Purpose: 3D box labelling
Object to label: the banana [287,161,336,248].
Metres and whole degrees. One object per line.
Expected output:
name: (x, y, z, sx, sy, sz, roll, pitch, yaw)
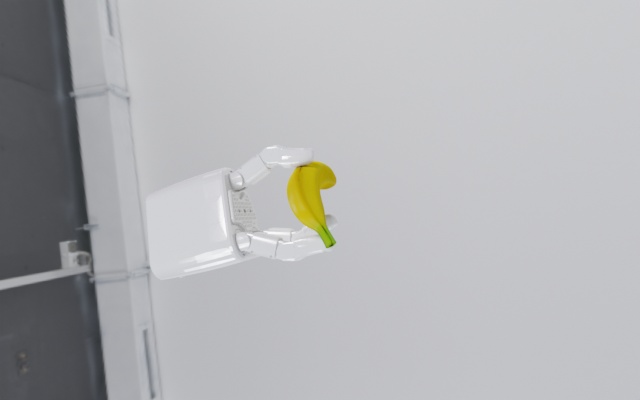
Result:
banana: (-0.009, -0.012, 0.560, 0.037, 0.070, 0.197, -25, 19, 13)
